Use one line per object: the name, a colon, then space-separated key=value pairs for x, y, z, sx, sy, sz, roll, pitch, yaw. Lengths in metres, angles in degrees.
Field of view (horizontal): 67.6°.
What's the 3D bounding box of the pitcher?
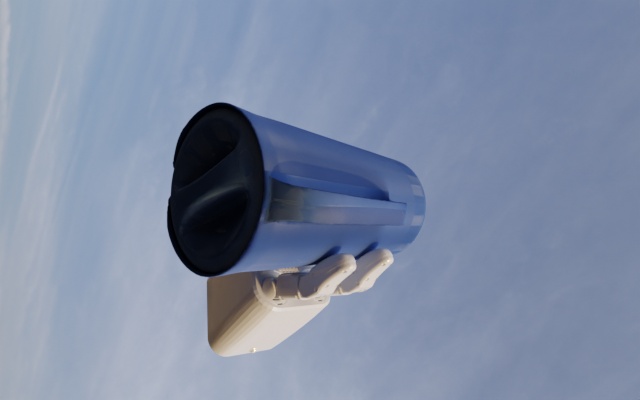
pitcher: x=0.000 y=0.002 z=0.439 sx=0.243 sy=0.149 sz=0.145 roll=6 pitch=-44 yaw=-46
